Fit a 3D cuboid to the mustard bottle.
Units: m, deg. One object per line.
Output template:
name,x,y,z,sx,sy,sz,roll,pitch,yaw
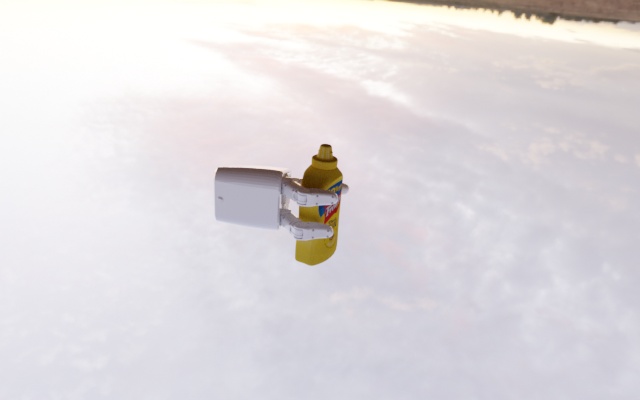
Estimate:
mustard bottle,0.000,0.003,0.767,0.058,0.192,0.096,17,27,26
